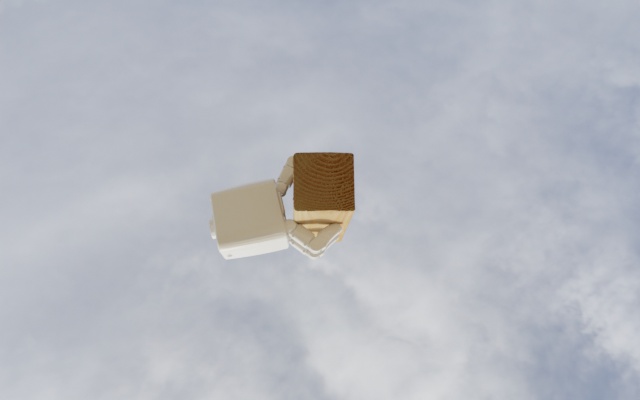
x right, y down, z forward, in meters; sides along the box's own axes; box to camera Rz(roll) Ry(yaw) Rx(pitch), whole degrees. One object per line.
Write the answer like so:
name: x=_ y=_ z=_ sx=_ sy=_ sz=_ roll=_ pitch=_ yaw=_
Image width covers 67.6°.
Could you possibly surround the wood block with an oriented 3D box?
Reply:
wood block: x=0.000 y=0.002 z=0.777 sx=0.090 sy=0.090 sz=0.206 roll=0 pitch=-17 yaw=-3
